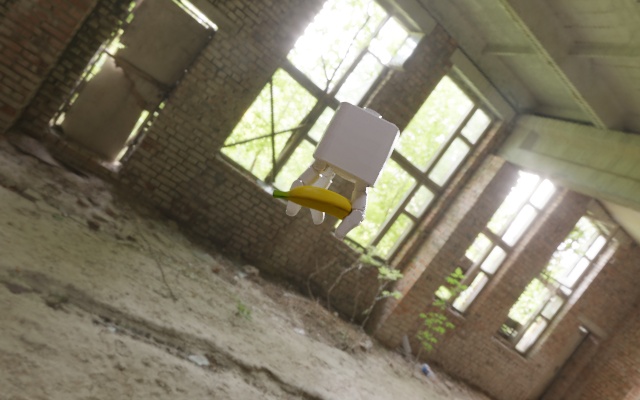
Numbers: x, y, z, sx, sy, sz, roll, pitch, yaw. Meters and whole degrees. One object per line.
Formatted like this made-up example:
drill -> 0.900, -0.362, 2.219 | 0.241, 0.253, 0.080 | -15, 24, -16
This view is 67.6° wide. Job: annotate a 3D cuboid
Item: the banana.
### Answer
banana -> 0.012, 0.005, 0.774 | 0.069, 0.037, 0.198 | 13, -5, 39
